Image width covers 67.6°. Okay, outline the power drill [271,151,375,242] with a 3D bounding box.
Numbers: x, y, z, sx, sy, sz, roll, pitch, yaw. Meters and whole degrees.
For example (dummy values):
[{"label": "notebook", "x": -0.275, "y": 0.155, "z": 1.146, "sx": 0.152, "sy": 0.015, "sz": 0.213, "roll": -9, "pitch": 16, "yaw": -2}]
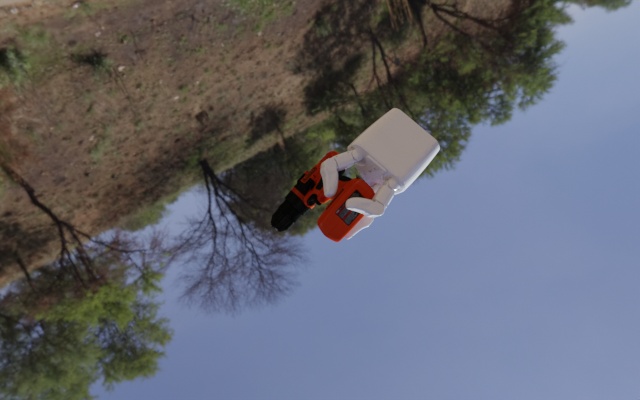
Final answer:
[{"label": "power drill", "x": 0.001, "y": 0.003, "z": 0.821, "sx": 0.057, "sy": 0.184, "sz": 0.187, "roll": 42, "pitch": -2, "yaw": -28}]
